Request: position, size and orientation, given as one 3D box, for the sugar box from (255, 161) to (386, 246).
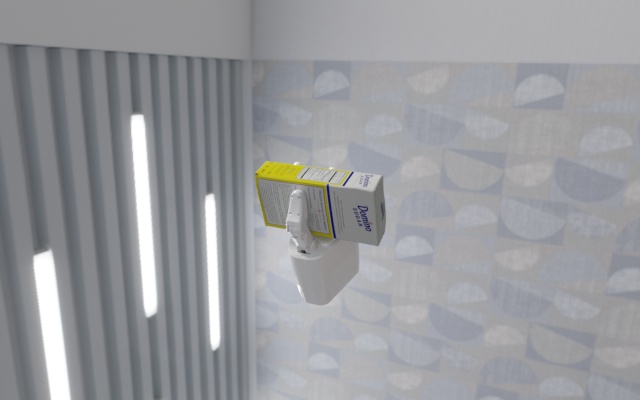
[{"bbox_3d":[0.000,0.002,0.657,0.176,0.093,0.048,8,38,21],"label":"sugar box"}]
